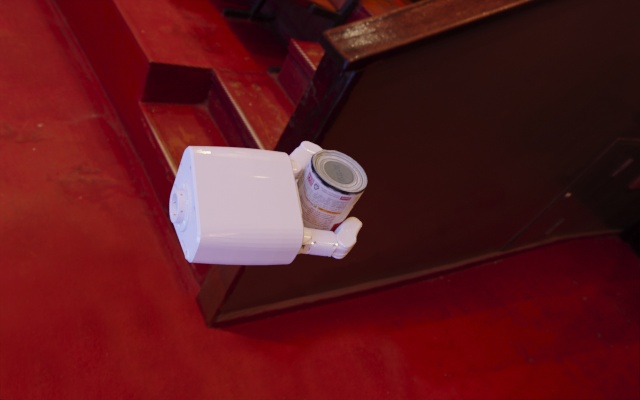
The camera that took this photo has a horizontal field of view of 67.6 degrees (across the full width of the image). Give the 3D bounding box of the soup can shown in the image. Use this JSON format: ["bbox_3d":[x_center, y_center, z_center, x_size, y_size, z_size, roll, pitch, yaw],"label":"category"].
[{"bbox_3d":[0.001,0.002,0.534,0.068,0.068,0.102,0,-43,-33],"label":"soup can"}]
